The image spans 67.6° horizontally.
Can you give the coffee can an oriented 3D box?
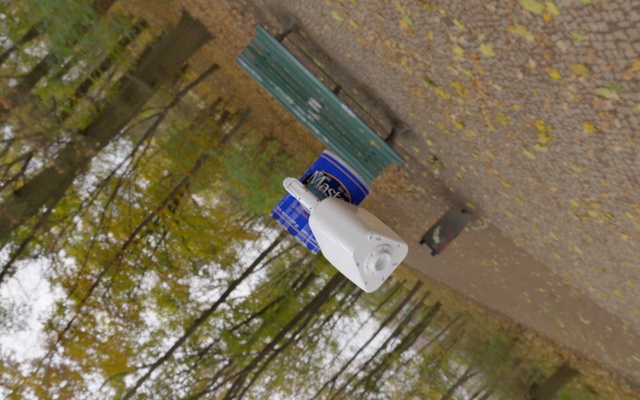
[{"bbox_3d":[0.000,0.002,0.779,0.103,0.140,0.103,41,-3,2],"label":"coffee can"}]
